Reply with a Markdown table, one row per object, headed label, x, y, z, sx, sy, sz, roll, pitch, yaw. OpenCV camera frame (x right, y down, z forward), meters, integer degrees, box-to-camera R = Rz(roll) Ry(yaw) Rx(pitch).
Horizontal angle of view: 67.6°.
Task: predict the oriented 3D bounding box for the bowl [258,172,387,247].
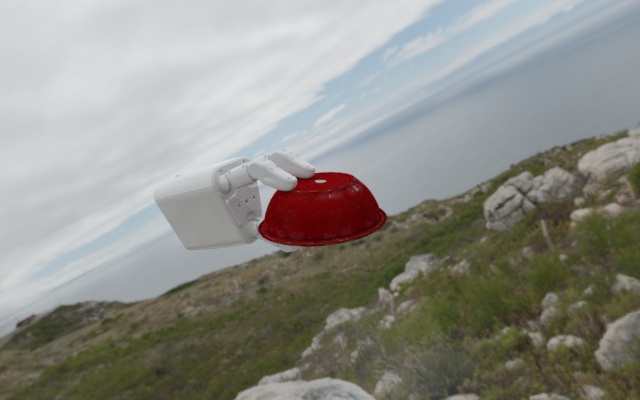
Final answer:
| label | x | y | z | sx | sy | sz | roll | pitch | yaw |
| --- | --- | --- | --- | --- | --- | --- | --- | --- | --- |
| bowl | 0.001 | 0.001 | 0.591 | 0.162 | 0.055 | 0.162 | -5 | 17 | 1 |
